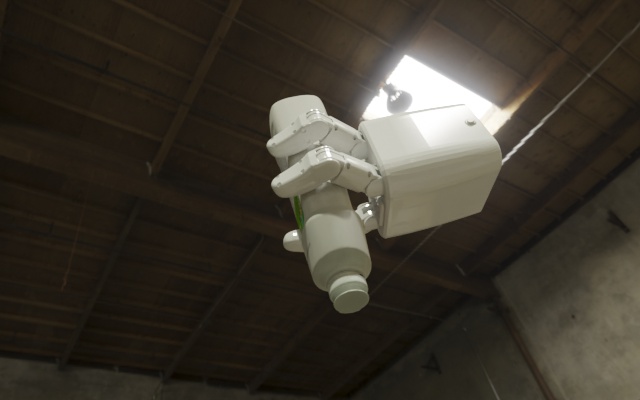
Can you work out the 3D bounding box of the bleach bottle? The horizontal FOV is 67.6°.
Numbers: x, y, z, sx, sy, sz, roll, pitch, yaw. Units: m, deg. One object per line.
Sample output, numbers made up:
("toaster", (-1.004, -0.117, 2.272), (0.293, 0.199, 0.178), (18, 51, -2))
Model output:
("bleach bottle", (0.000, 0.001, 0.461), (0.068, 0.103, 0.250), (-12, 43, -4))
